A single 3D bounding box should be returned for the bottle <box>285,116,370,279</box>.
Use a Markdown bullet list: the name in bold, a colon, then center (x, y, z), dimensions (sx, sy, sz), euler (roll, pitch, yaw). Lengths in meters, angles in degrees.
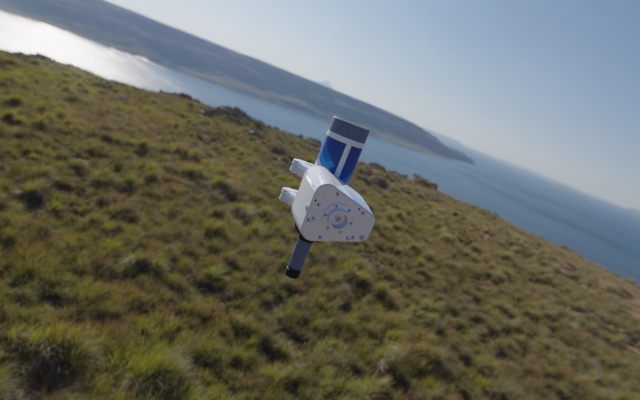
- **bottle**: center (0.000, 0.002, 0.837), dimensions (0.069, 0.296, 0.069), euler (21, 13, -5)
